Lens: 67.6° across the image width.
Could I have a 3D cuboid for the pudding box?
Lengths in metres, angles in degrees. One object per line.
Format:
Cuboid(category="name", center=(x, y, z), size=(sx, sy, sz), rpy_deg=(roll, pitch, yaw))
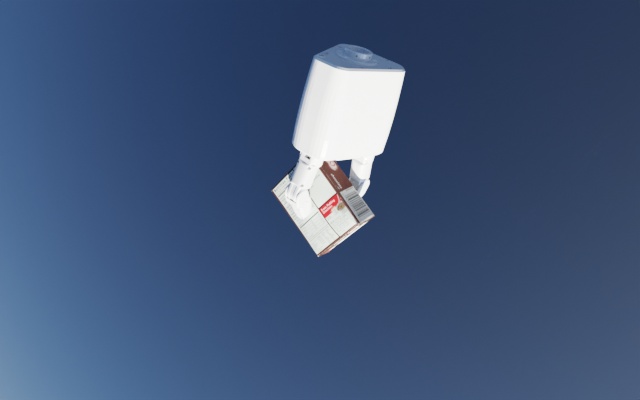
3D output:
Cuboid(category="pudding box", center=(0.000, 0.002, 0.611), size=(0.039, 0.113, 0.090), rpy_deg=(-23, -14, -49))
